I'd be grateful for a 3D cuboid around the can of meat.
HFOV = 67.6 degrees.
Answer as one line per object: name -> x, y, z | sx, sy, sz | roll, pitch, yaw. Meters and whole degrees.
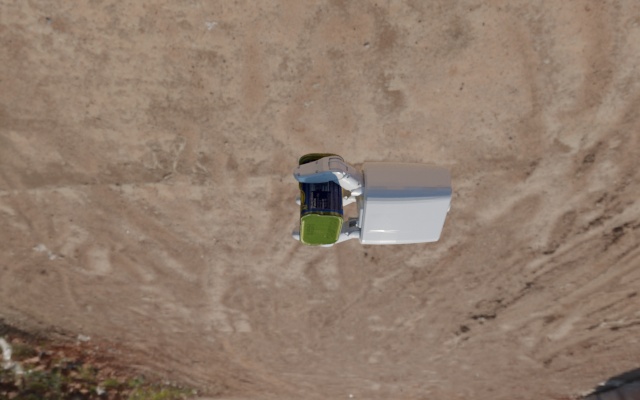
can of meat -> 0.000, 0.002, 0.610 | 0.057, 0.084, 0.102 | 1, -27, -3
